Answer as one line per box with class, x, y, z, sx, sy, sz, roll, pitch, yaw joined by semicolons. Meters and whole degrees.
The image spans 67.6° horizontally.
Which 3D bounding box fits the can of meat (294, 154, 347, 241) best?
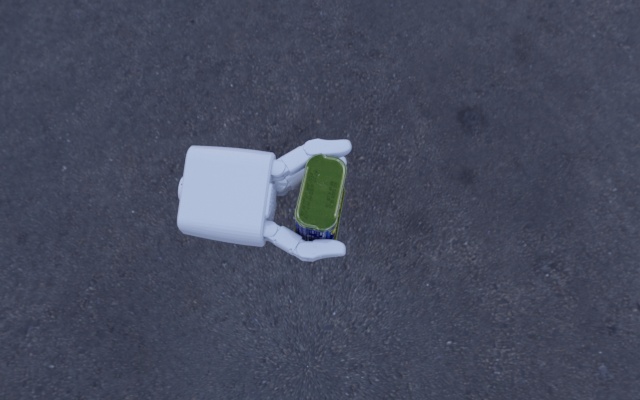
can of meat;0.000;0.002;0.606;0.057;0.102;0.084;10;-19;3
